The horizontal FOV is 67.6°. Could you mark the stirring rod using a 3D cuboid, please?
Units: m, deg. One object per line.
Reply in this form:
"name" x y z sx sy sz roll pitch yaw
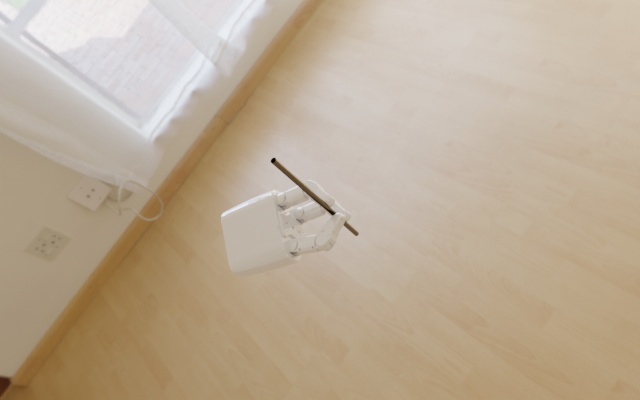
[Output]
"stirring rod" 0.000 0.002 0.680 0.011 0.011 0.240 0 -25 32
